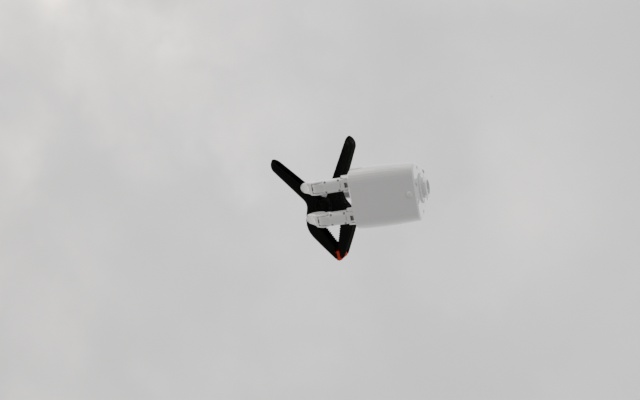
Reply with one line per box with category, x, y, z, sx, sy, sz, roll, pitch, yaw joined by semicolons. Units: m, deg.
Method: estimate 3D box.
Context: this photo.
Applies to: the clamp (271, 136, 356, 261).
clamp;0.001;0.003;0.837;0.164;0.210;0.036;-6;10;27
